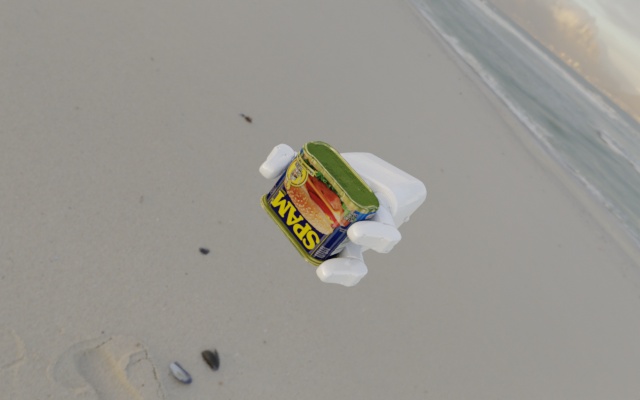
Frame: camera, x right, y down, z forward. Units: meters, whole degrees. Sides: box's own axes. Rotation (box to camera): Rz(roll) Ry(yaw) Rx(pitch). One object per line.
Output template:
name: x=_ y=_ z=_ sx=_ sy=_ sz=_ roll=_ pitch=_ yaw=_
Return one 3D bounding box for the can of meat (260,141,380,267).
can of meat: x=0.000 y=0.001 z=0.491 sx=0.084 sy=0.102 sz=0.057 roll=-51 pitch=-21 yaw=28
